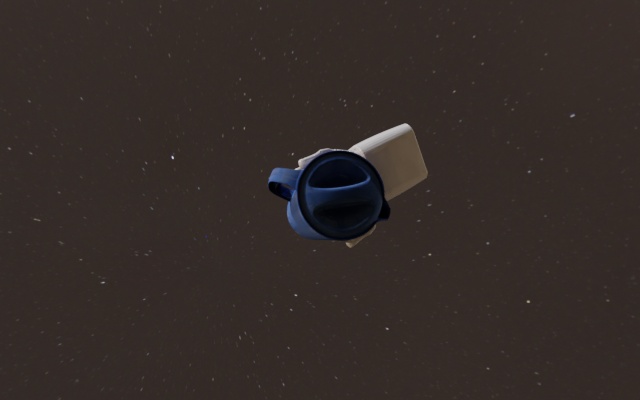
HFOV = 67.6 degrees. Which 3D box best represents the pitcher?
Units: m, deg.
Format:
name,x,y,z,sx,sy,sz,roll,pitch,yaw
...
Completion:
name,x,y,z,sx,sy,sz,roll,pitch,yaw
pitcher,0.000,0.003,0.804,0.145,0.149,0.243,-28,-2,-13
